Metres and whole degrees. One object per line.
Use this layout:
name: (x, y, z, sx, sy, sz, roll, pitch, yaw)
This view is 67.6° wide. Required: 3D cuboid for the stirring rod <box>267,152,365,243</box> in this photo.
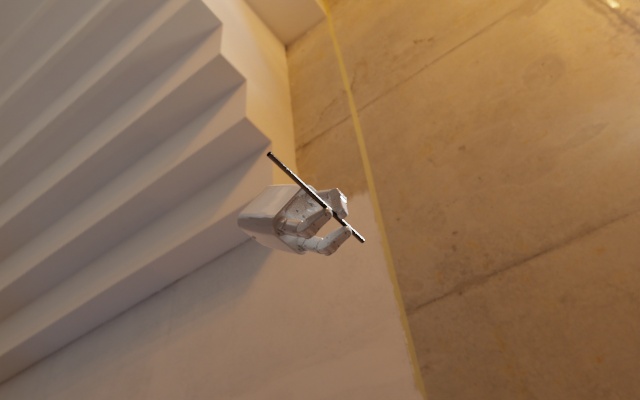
stirring rod: (0.000, 0.002, 0.717, 0.011, 0.011, 0.240, 0, -33, 43)
